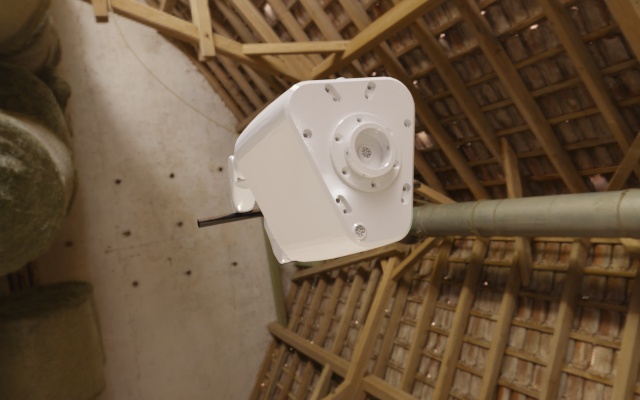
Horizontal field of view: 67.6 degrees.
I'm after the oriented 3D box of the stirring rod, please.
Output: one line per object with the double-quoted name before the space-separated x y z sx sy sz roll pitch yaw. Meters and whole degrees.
"stirring rod" 0.000 0.002 0.470 0.239 0.011 0.011 -10 4 -25
